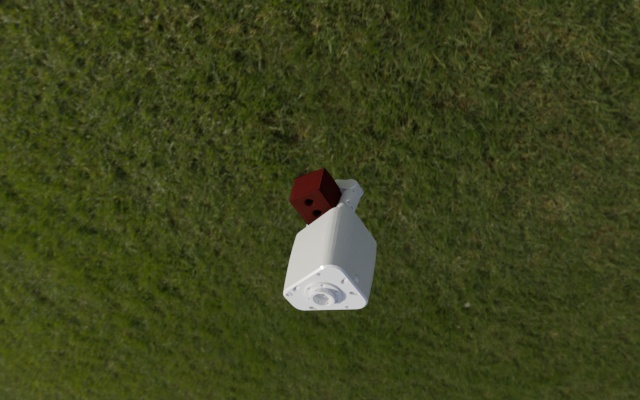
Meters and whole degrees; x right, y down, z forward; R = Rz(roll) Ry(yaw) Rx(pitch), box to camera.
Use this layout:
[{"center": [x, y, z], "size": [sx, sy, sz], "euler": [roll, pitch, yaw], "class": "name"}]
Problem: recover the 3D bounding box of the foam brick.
[{"center": [0.000, 0.002, 0.690], "size": [0.053, 0.078, 0.051], "euler": [-19, 34, 28], "class": "foam brick"}]
